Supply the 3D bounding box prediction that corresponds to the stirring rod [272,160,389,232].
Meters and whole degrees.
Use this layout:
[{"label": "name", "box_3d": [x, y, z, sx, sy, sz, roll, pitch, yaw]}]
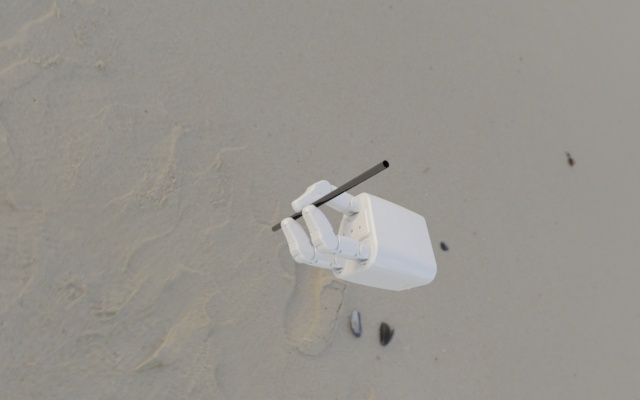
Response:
[{"label": "stirring rod", "box_3d": [0.000, 0.002, 0.555, 0.011, 0.011, 0.239, 0, -18, -33]}]
